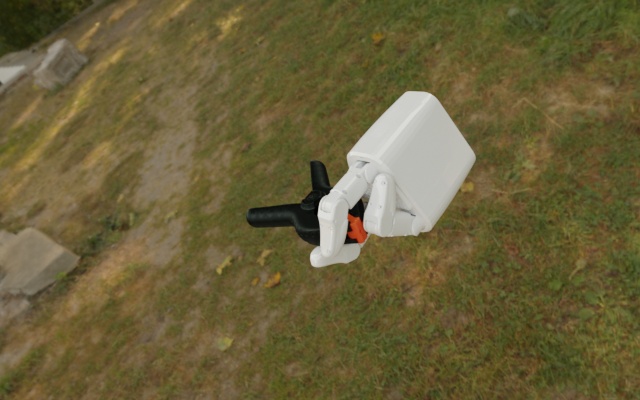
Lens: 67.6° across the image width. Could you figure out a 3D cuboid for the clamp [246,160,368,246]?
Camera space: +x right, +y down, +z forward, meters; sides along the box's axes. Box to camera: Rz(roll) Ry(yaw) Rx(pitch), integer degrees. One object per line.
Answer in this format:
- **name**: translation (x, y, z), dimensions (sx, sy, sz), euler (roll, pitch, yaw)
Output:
- **clamp**: translation (0.000, 0.001, 0.545), dimensions (0.171, 0.120, 0.039), euler (17, -31, 46)
